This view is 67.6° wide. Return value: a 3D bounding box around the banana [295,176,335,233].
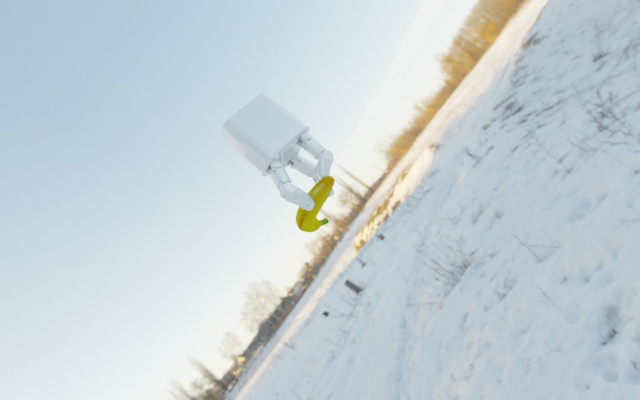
[{"bbox_3d":[-0.013,0.016,0.838,0.069,0.037,0.198,-43,-13,-18],"label":"banana"}]
